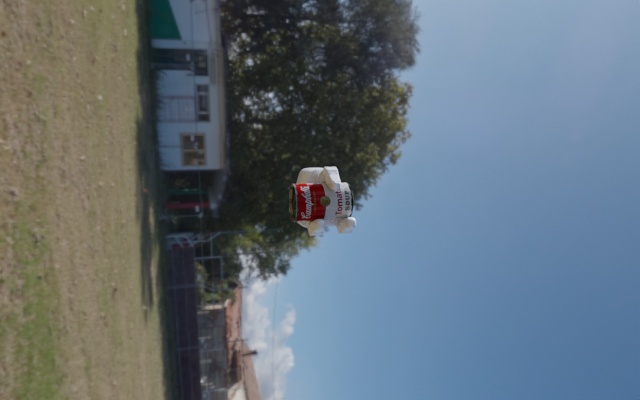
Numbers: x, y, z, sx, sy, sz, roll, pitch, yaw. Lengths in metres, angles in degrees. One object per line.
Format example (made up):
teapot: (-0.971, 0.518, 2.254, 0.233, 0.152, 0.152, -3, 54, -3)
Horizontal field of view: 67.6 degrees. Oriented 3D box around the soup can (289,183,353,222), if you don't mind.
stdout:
soup can: (0.001, 0.003, 0.846, 0.102, 0.068, 0.068, -2, 0, -14)
